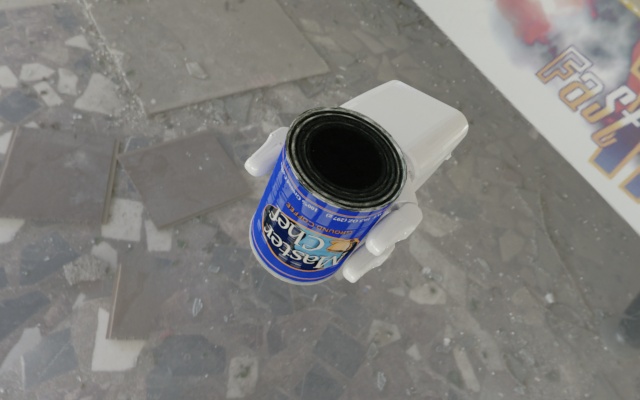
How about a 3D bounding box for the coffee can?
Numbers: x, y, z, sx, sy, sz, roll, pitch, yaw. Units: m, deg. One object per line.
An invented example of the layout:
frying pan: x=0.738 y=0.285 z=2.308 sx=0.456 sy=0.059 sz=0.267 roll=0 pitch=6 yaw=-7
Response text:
coffee can: x=0.000 y=0.002 z=0.428 sx=0.103 sy=0.102 sz=0.140 roll=0 pitch=-32 yaw=-22
